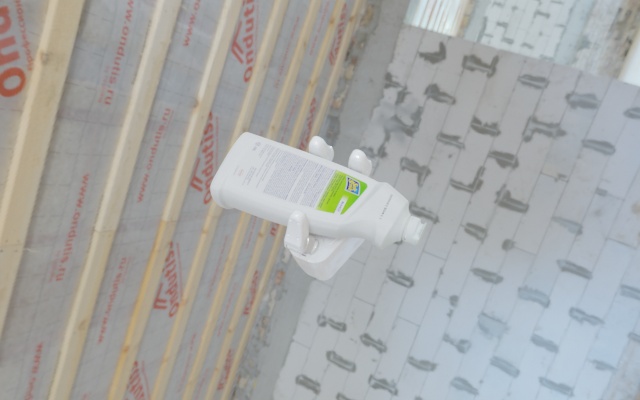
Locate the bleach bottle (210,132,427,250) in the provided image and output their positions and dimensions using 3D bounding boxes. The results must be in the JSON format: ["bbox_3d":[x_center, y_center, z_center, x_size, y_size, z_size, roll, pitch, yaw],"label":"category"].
[{"bbox_3d":[0.000,0.002,0.575,0.251,0.102,0.068,21,-19,16],"label":"bleach bottle"}]
